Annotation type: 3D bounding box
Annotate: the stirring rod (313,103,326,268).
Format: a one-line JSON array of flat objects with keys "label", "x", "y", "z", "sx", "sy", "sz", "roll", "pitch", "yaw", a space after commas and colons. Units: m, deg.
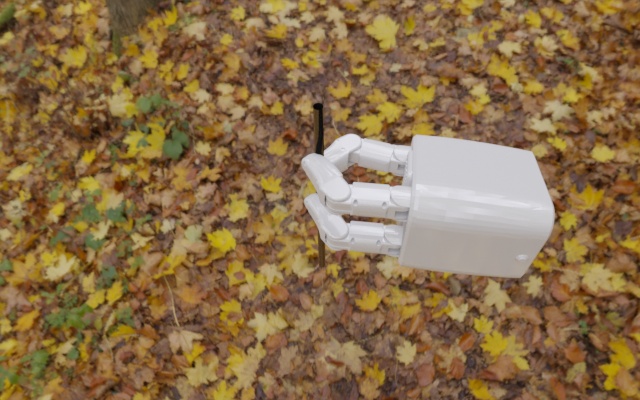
[{"label": "stirring rod", "x": 0.000, "y": 0.002, "z": 0.458, "sx": 0.011, "sy": 0.011, "sz": 0.240, "roll": 0, "pitch": -37, "yaw": 1}]
